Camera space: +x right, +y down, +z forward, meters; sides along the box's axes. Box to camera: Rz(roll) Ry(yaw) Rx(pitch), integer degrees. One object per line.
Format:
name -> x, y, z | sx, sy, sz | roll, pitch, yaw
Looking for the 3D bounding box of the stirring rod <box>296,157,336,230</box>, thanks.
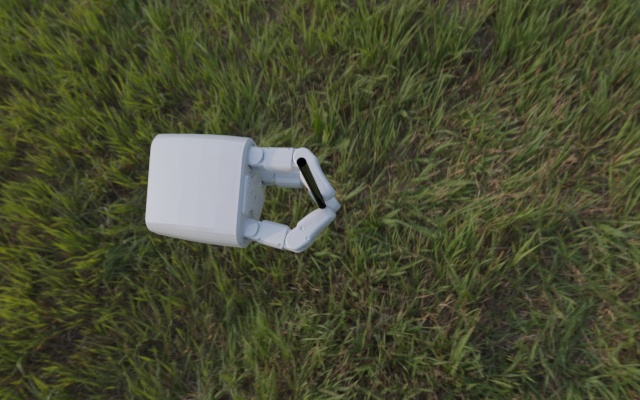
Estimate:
stirring rod -> 0.000, 0.002, 0.482 | 0.011, 0.011, 0.239 | 0, -15, 7
